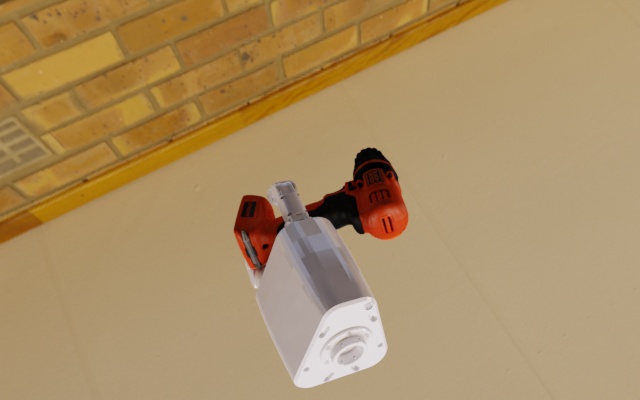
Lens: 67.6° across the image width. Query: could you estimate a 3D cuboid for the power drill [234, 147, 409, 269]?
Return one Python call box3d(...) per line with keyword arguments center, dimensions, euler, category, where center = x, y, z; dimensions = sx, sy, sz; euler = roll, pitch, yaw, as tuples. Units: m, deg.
box3d(center=(0.000, 0.002, 0.554), dimensions=(0.187, 0.057, 0.184), euler=(-18, 24, 7), category="power drill")
